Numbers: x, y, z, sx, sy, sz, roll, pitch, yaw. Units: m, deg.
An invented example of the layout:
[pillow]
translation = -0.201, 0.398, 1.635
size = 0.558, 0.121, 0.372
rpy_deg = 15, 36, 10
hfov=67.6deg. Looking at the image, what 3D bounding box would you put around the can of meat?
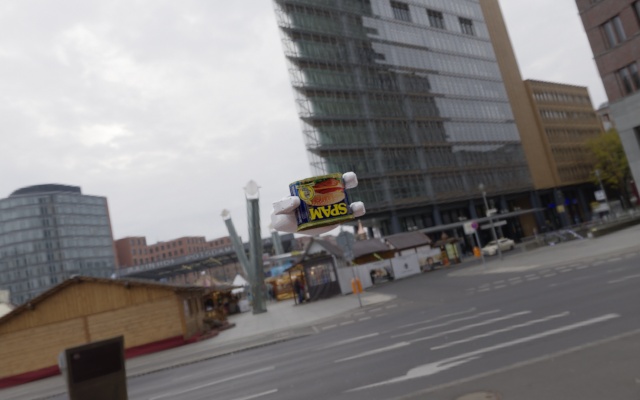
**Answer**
[can of meat]
translation = 0.000, 0.002, 0.839
size = 0.102, 0.084, 0.057
rpy_deg = -10, -9, -20
